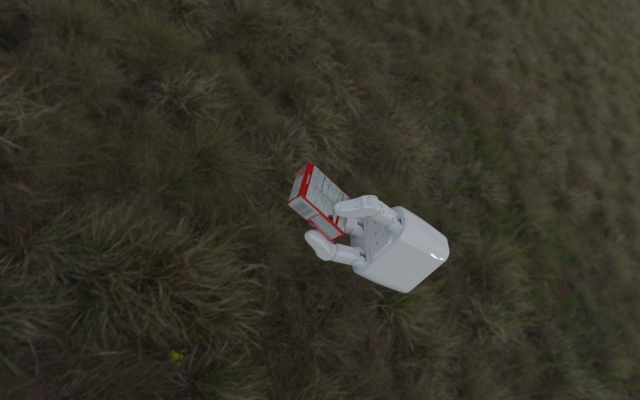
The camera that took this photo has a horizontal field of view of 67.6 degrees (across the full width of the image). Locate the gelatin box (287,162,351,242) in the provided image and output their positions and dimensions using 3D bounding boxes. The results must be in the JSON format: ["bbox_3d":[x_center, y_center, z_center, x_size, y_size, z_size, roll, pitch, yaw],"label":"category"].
[{"bbox_3d":[0.000,0.002,0.657,0.030,0.073,0.089,-30,-60,33],"label":"gelatin box"}]
